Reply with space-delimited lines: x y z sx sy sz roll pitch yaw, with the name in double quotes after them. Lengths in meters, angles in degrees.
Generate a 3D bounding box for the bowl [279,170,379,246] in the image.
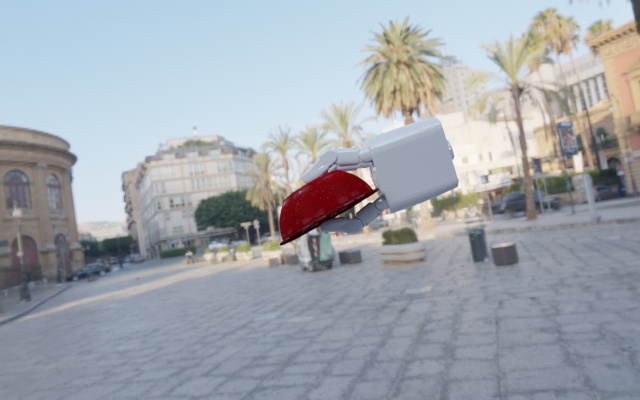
-0.001 0.002 0.679 0.162 0.055 0.162 -30 -5 -3 "bowl"
